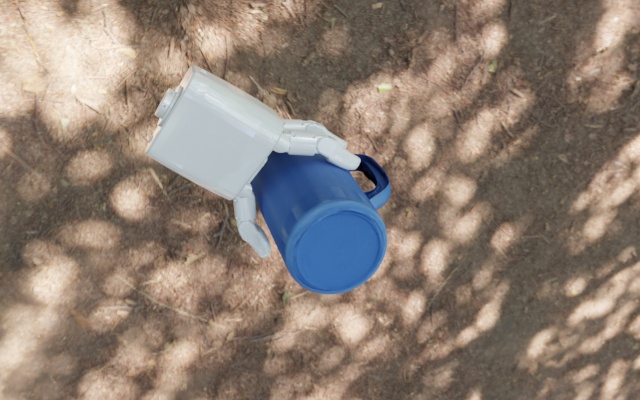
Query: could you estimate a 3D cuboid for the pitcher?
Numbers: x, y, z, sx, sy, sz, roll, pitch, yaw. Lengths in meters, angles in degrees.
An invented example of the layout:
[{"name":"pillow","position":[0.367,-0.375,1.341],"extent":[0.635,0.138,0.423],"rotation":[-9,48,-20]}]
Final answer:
[{"name":"pitcher","position":[0.000,0.002,0.577],"extent":[0.145,0.149,0.242],"rotation":[31,12,-25]}]
